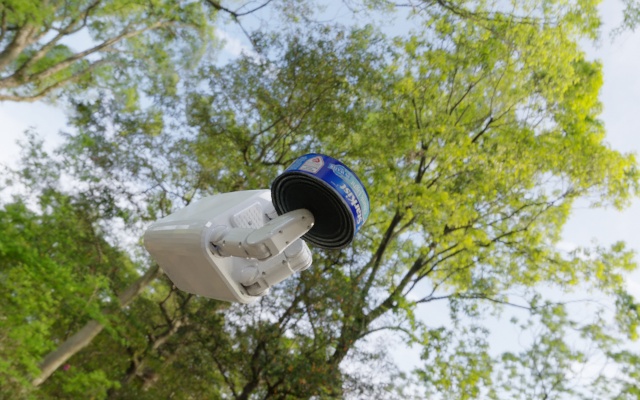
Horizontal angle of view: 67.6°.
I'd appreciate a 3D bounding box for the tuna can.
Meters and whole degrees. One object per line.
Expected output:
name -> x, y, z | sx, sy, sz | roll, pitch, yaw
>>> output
tuna can -> 0.000, 0.001, 0.423 | 0.086, 0.086, 0.033 | 0, 37, 40
